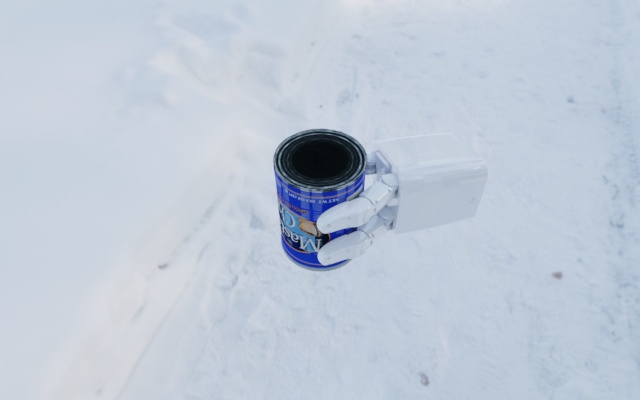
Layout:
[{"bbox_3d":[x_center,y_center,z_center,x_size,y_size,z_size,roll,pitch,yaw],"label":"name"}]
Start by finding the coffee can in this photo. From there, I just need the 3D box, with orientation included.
[{"bbox_3d":[0.000,0.002,0.565,0.103,0.102,0.140,0,-44,1],"label":"coffee can"}]
